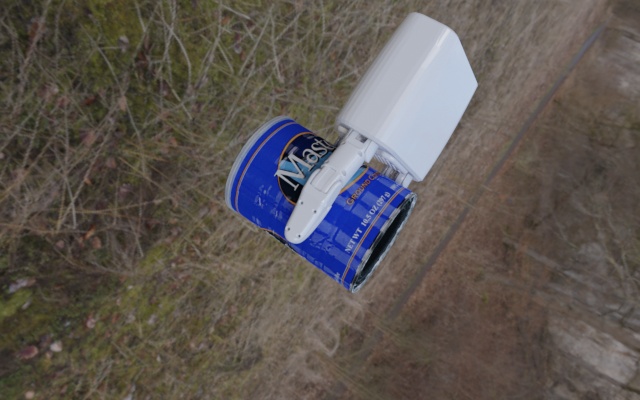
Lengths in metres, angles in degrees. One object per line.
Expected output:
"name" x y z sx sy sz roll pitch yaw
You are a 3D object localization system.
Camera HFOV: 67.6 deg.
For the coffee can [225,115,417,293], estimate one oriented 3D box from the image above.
"coffee can" 0.000 0.001 0.432 0.140 0.103 0.103 33 10 16
